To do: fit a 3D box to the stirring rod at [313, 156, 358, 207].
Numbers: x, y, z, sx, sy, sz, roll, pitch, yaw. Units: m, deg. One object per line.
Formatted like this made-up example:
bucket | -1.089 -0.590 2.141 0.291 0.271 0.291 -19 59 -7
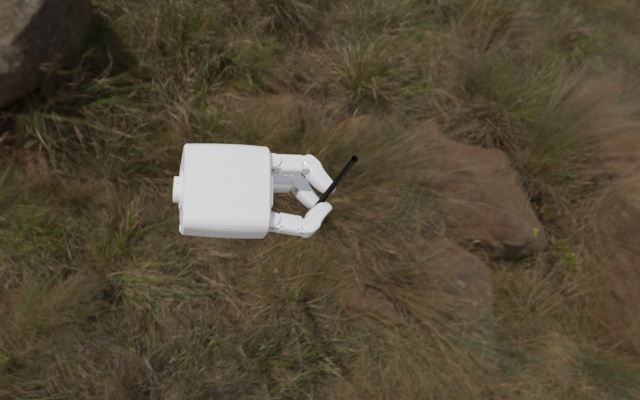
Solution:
stirring rod | 0.000 0.002 0.650 0.011 0.011 0.240 0 -25 -21
